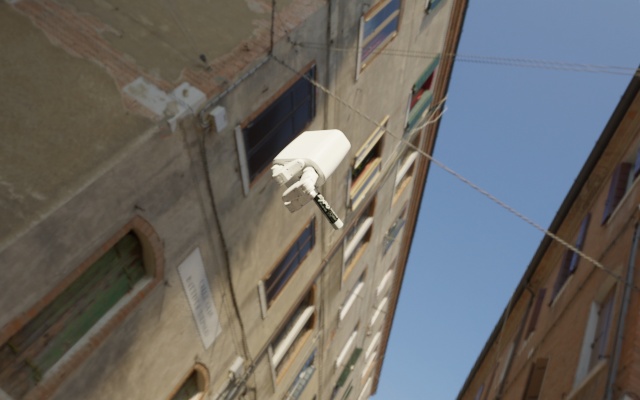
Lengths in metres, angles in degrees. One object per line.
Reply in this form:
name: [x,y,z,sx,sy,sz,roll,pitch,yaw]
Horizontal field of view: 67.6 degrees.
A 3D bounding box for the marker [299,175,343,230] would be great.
marker: [0.000,0.003,0.864,0.020,0.121,0.020,-33,18,12]
